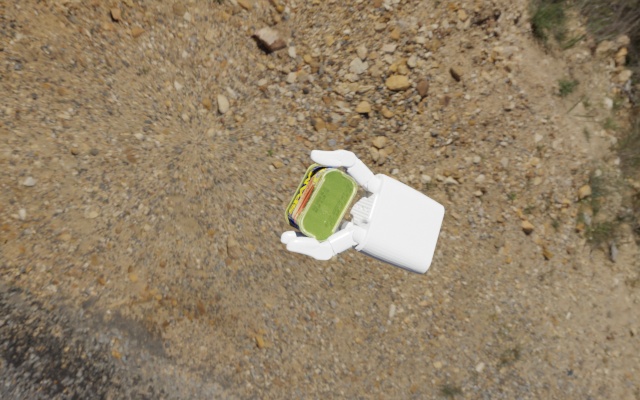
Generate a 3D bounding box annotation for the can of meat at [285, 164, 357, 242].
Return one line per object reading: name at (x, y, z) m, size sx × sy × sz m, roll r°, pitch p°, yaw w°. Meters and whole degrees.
can of meat at (0.000, 0.002, 0.660) m, size 0.057 × 0.102 × 0.084 m, roll 29°, pitch -1°, yaw -17°
